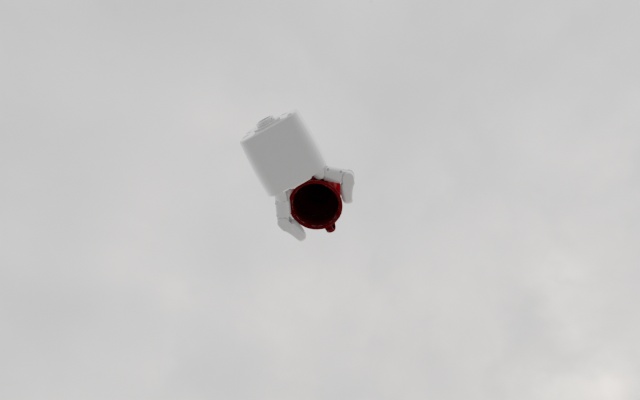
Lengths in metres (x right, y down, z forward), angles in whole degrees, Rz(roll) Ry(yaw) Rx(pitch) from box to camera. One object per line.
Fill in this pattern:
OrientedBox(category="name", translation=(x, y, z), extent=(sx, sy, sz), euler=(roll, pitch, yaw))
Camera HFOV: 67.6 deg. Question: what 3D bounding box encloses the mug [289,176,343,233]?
OrientedBox(category="mug", translation=(0.001, 0.004, 0.854), extent=(0.093, 0.117, 0.081), euler=(-23, 20, 15))
